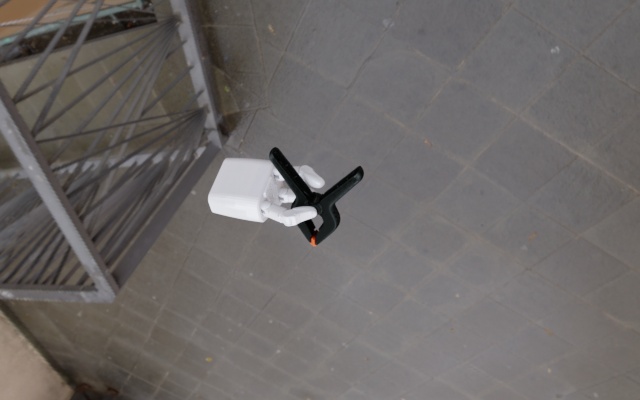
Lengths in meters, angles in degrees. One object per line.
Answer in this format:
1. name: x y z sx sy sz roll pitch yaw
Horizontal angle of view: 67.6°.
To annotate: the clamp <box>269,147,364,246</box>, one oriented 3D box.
1. clamp: 0.000 0.004 0.848 0.164 0.210 0.036 9 43 19
